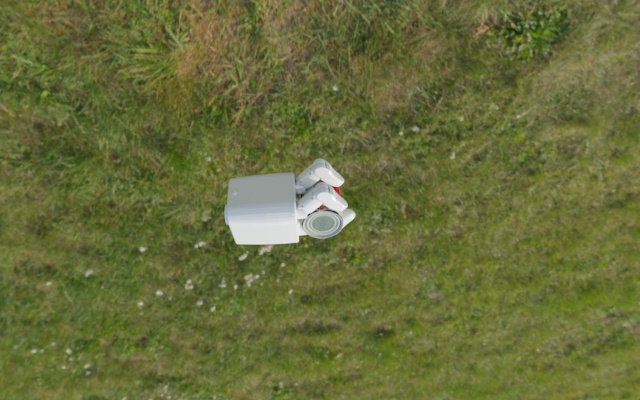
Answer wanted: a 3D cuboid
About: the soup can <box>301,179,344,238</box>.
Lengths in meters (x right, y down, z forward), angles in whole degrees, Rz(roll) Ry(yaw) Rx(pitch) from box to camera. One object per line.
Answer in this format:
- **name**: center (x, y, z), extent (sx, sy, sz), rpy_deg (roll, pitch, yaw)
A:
- **soup can**: center (0.001, 0.003, 0.782), extent (0.068, 0.102, 0.069), rpy_deg (-3, -44, -3)
